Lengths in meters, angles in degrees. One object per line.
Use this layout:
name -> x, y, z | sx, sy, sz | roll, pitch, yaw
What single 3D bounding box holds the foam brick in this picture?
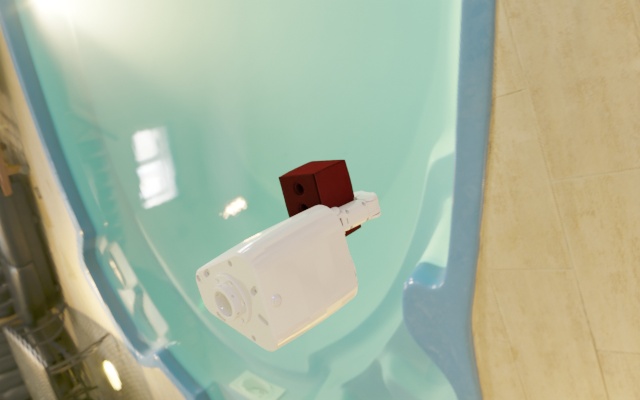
foam brick -> 0.000, 0.001, 0.494 | 0.053, 0.078, 0.051 | -1, 19, 46
